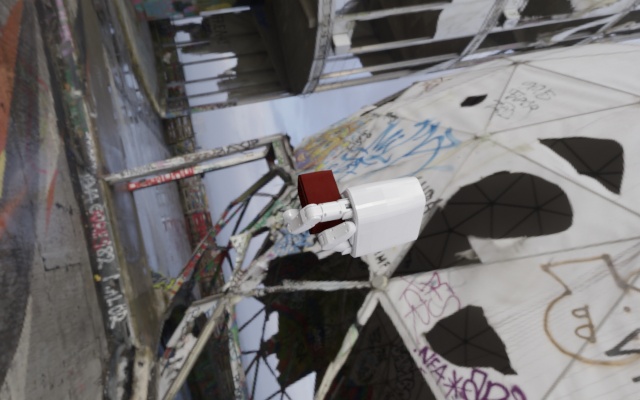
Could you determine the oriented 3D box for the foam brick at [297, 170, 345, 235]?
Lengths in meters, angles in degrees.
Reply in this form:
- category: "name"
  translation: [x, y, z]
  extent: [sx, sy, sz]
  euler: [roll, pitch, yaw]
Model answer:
- category: "foam brick"
  translation: [0.000, 0.002, 0.703]
  extent: [0.051, 0.078, 0.053]
  euler: [-13, -24, -11]
